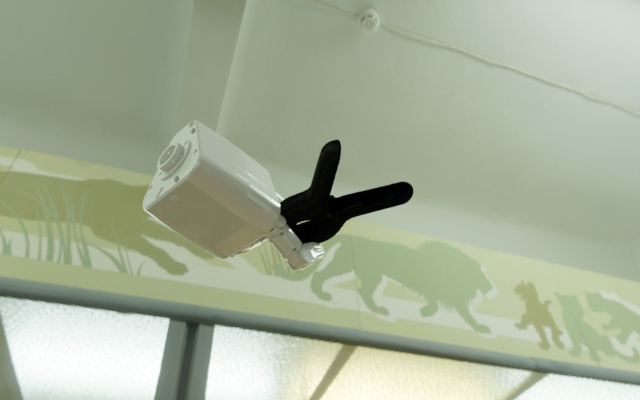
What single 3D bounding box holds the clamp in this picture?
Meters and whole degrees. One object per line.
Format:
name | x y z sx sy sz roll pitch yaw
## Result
clamp | 0.000 0.001 0.515 0.171 0.039 0.120 -31 -52 26
